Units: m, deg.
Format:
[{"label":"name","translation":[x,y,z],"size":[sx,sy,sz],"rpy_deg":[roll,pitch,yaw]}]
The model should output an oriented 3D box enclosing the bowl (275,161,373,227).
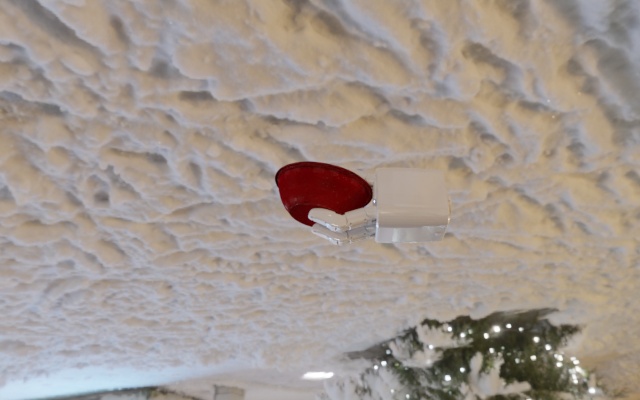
[{"label":"bowl","translation":[-0.001,0.003,0.761],"size":[0.162,0.055,0.162],"rpy_deg":[10,-25,5]}]
